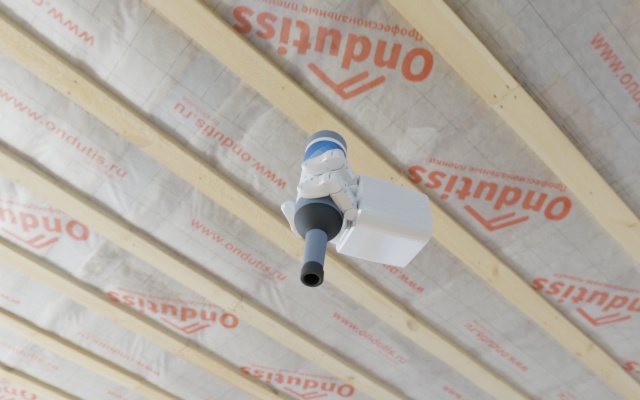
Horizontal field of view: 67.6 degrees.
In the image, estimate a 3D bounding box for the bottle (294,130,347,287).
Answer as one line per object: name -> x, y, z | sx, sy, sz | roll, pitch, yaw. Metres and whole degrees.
bottle -> 0.000, 0.002, 0.664 | 0.069, 0.069, 0.295 | 0, 37, 5
